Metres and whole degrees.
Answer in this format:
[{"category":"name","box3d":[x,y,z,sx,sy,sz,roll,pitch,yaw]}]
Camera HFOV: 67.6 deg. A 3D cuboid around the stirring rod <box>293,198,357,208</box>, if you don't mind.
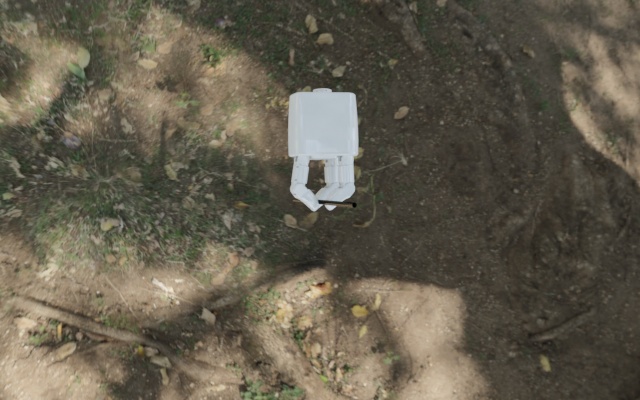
[{"category":"stirring rod","box3d":[0.000,0.003,0.817,0.011,0.011,0.239,0,2,-25]}]
